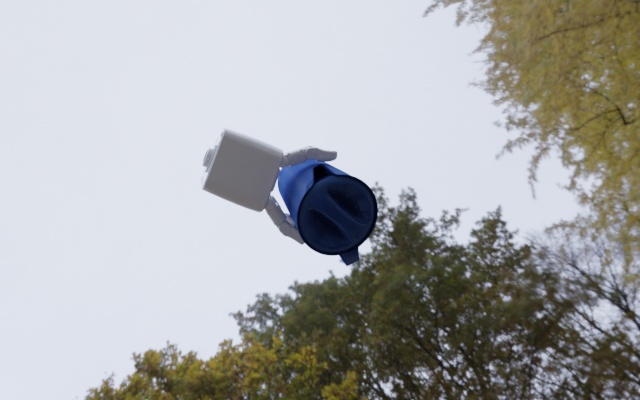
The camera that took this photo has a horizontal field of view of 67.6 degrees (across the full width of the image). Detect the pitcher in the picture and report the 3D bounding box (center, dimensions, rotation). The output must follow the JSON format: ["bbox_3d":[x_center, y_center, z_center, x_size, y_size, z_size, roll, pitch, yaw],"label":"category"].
[{"bbox_3d":[0.000,0.003,0.850,0.145,0.149,0.242,19,10,-20],"label":"pitcher"}]
